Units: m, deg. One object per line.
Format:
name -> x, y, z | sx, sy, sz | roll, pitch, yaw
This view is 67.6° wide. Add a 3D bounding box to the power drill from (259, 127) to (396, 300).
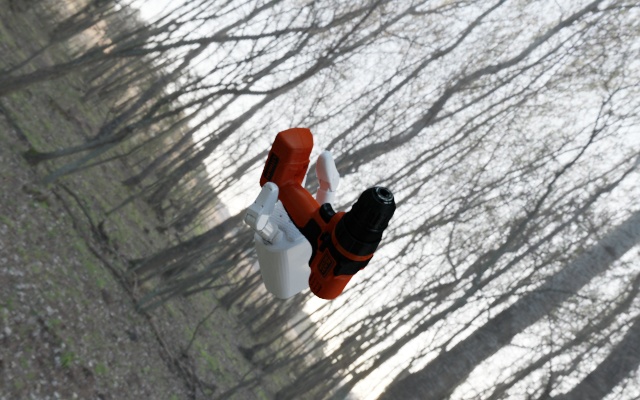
power drill -> 0.000, 0.002, 0.567 | 0.057, 0.187, 0.184 | -9, -36, -35
